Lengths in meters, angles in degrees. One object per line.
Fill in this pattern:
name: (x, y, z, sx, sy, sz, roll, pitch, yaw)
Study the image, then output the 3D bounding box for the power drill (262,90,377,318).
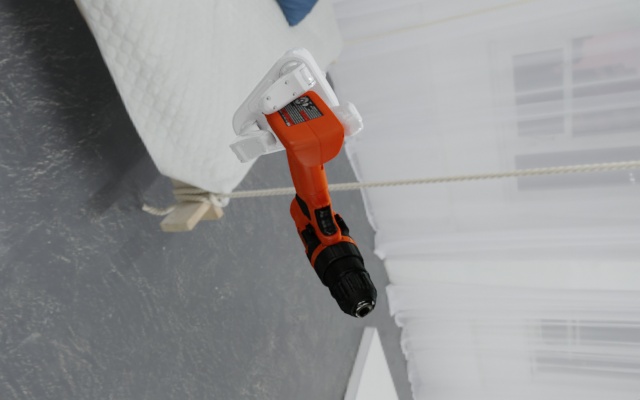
power drill: (0.000, 0.001, 0.474, 0.057, 0.188, 0.184, -19, 39, -12)
